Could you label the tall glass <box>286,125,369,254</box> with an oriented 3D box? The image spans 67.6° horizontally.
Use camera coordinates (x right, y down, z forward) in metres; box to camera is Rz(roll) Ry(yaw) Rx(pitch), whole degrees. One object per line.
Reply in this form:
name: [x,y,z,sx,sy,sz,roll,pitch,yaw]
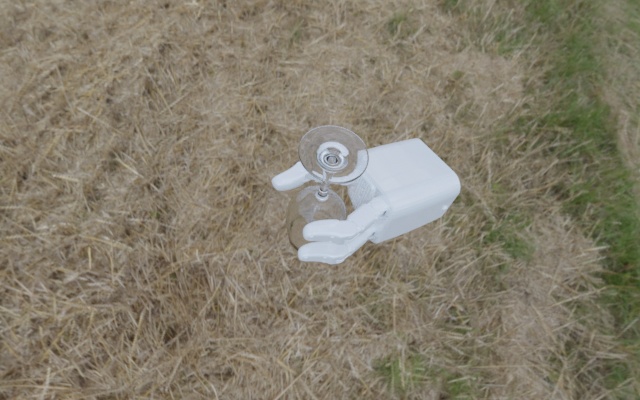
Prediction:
tall glass: [0.000,0.002,0.577,0.079,0.079,0.201,0,-31,-10]
